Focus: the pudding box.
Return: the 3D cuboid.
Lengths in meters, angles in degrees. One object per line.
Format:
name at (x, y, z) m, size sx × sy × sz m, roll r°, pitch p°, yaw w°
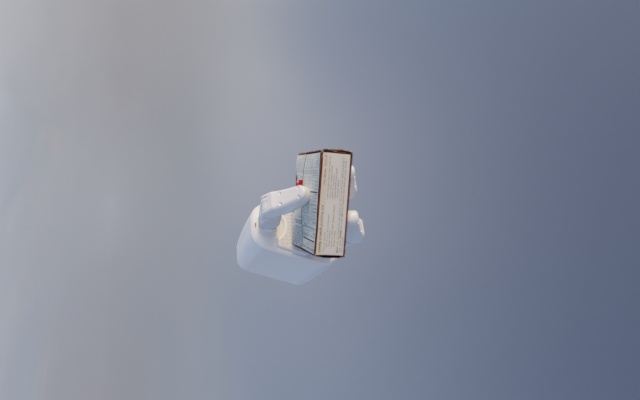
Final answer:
pudding box at (0.000, 0.002, 0.525) m, size 0.039 × 0.113 × 0.090 m, roll 2°, pitch 3°, yaw -19°
